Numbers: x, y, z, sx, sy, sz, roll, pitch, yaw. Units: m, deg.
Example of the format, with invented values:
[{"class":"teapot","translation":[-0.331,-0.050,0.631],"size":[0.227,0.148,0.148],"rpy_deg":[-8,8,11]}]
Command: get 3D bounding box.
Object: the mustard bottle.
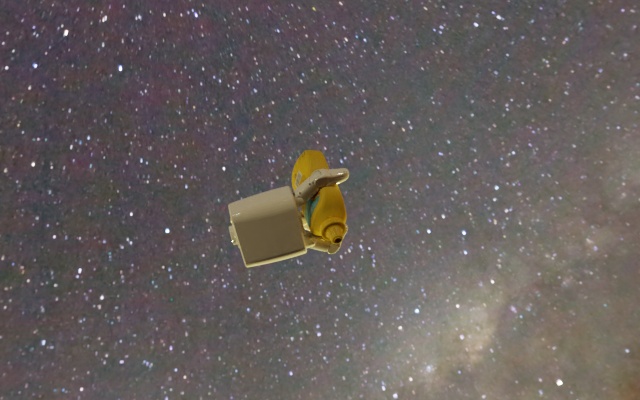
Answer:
[{"class":"mustard bottle","translation":[0.000,0.002,0.810],"size":[0.058,0.096,0.191],"rpy_deg":[4,37,-23]}]
